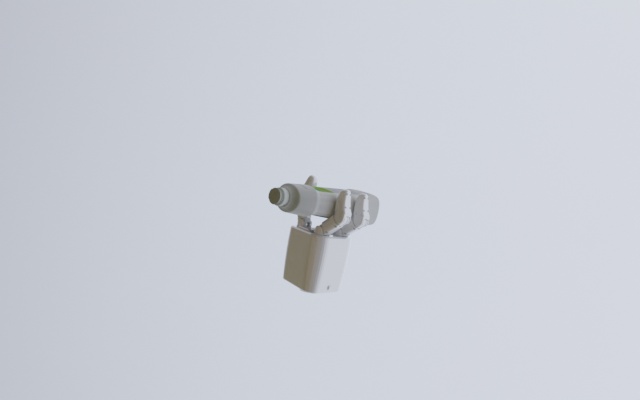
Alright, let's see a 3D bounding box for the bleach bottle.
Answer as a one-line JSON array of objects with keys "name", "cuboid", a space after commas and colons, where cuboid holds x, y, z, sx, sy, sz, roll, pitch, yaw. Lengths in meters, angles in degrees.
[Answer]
[{"name": "bleach bottle", "cuboid": [0.000, 0.003, 0.874, 0.102, 0.068, 0.251, 13, 3, 41]}]
